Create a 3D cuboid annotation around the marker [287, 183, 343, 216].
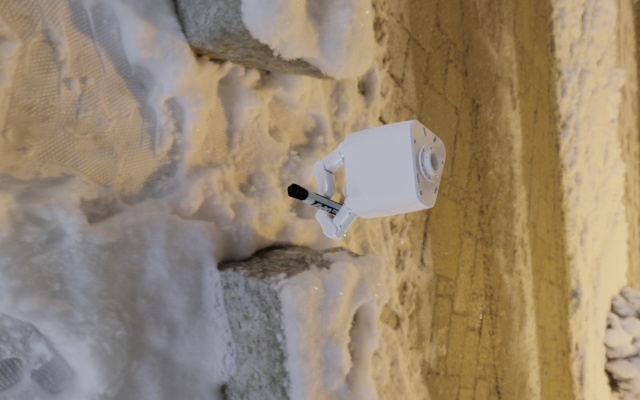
[{"bbox_3d":[0.000,0.002,0.650,0.020,0.020,0.121,0,-17,43],"label":"marker"}]
